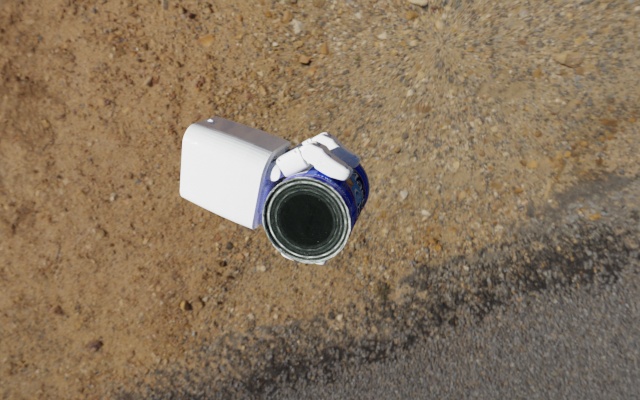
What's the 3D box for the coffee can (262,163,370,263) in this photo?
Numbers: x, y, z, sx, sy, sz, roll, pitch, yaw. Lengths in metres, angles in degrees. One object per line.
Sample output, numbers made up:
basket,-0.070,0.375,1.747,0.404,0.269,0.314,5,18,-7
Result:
coffee can,0.000,0.002,0.591,0.103,0.103,0.140,0,18,14
